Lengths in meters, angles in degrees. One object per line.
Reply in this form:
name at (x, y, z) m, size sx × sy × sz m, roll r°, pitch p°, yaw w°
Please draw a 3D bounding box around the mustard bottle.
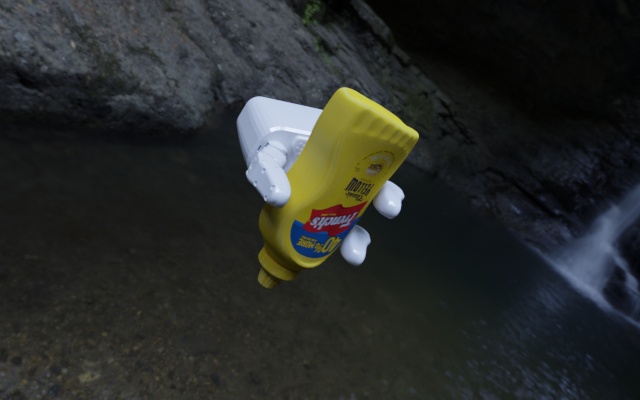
mustard bottle at (0.000, 0.001, 0.420) m, size 0.096 × 0.192 × 0.058 m, roll 12°, pitch 28°, yaw -52°
